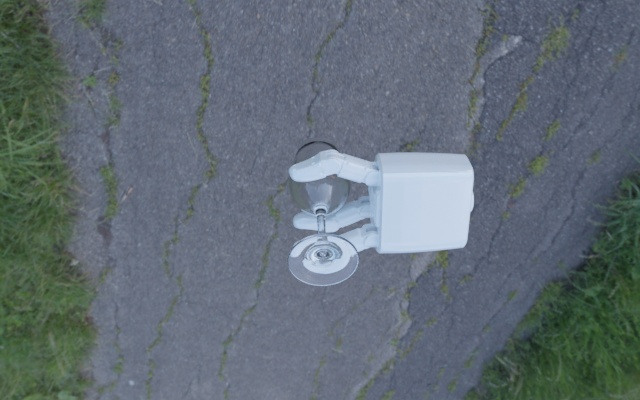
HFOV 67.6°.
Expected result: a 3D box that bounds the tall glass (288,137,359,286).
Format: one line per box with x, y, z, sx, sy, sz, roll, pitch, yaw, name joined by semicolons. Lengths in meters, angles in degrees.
0.000;0.002;0.570;0.079;0.079;0.200;0;38;-3;tall glass
